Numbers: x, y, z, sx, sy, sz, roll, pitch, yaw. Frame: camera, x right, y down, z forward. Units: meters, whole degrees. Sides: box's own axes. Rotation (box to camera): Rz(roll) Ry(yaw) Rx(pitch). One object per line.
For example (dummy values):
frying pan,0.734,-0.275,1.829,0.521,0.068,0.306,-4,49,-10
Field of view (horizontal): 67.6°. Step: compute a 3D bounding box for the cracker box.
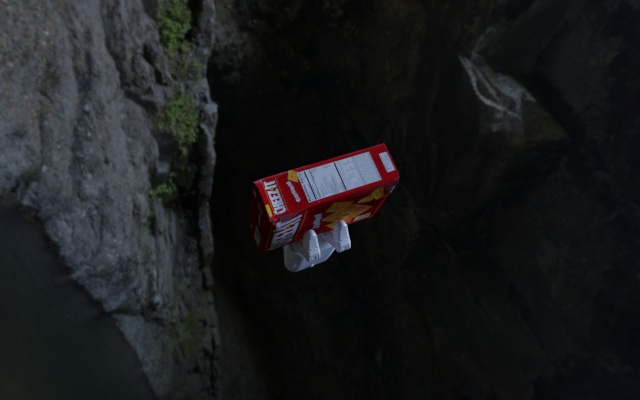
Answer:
cracker box,0.000,0.002,0.757,0.213,0.072,0.164,-18,-18,-18
